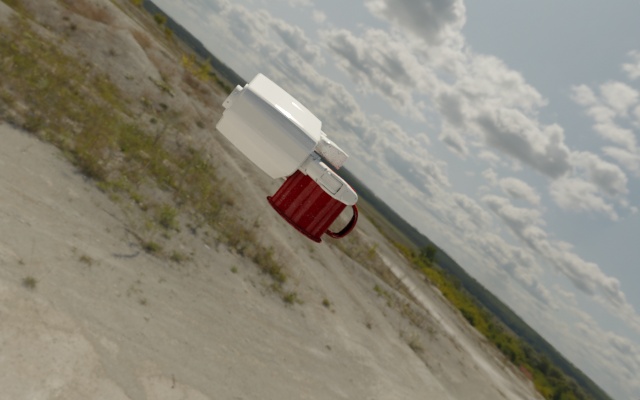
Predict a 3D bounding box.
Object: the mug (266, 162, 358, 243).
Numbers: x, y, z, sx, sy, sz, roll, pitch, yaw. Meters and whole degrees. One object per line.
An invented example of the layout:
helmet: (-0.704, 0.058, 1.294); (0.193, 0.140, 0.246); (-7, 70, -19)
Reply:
mug: (0.001, 0.003, 0.623); (0.117, 0.081, 0.093); (39, 5, -16)
